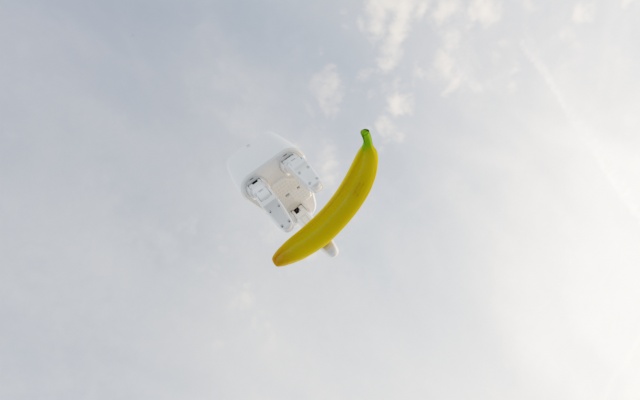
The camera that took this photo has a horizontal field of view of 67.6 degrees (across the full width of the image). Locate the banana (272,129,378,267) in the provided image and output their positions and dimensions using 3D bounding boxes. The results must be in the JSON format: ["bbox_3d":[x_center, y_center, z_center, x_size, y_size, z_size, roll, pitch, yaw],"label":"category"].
[{"bbox_3d":[0.015,0.006,0.586,0.070,0.198,0.037,27,11,-36],"label":"banana"}]
